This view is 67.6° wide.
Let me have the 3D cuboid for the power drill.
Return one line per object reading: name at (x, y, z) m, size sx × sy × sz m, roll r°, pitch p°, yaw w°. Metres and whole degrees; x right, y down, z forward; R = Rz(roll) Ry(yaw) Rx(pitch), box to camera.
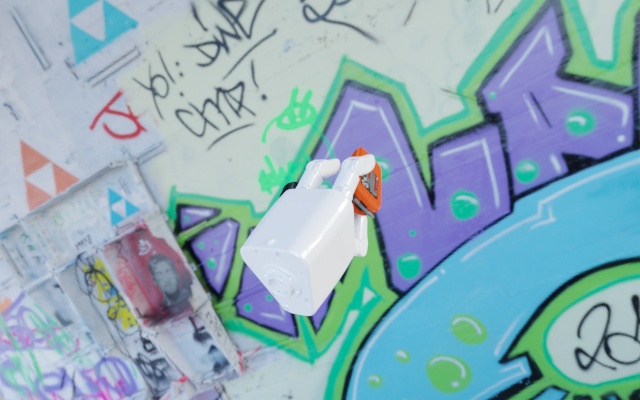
power drill at (0.000, 0.002, 0.693) m, size 0.188 × 0.184 × 0.057 m, roll -34°, pitch -61°, yaw 29°
